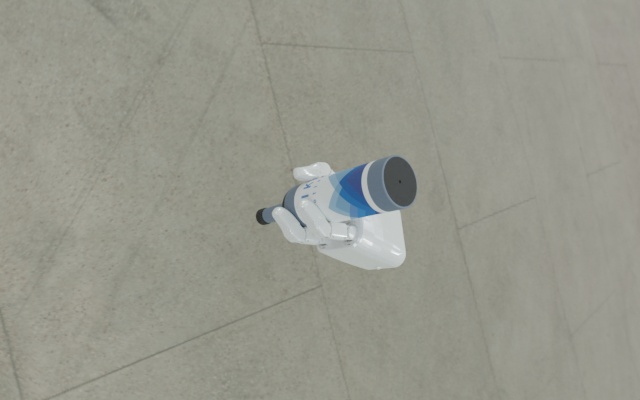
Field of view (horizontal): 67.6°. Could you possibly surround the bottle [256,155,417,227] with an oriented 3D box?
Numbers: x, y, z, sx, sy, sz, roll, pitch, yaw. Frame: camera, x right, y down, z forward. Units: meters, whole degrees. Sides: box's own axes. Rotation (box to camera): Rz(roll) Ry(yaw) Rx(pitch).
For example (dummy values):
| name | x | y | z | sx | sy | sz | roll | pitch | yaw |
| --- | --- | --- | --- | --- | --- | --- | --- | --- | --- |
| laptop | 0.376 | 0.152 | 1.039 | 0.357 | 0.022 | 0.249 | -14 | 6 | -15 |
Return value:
| name | x | y | z | sx | sy | sz | roll | pitch | yaw |
| --- | --- | --- | --- | --- | --- | --- | --- | --- | --- |
| bottle | 0.000 | 0.002 | 0.683 | 0.069 | 0.069 | 0.296 | 0 | -10 | -42 |
